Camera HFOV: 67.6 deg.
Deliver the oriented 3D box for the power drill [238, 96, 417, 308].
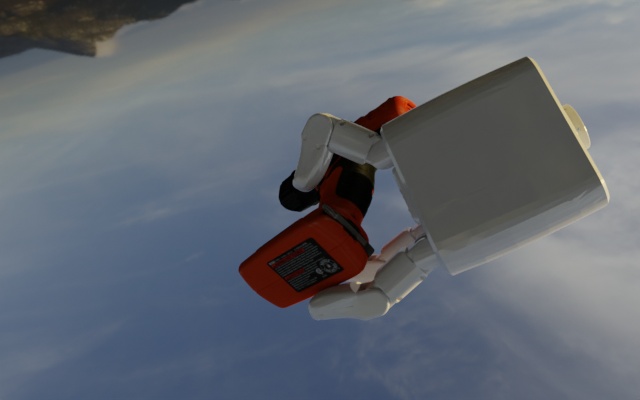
[{"bbox_3d":[0.000,0.002,0.421,0.184,0.057,0.187,-35,20,39],"label":"power drill"}]
